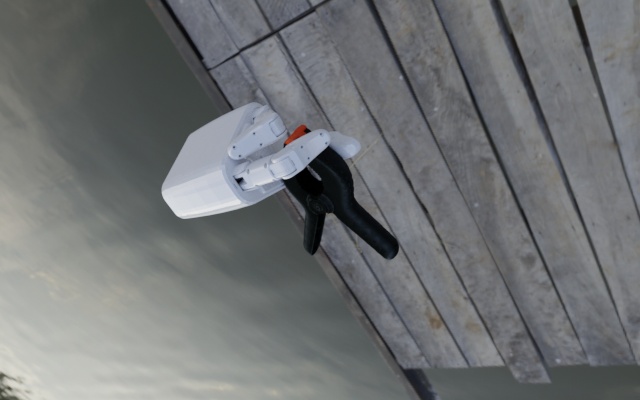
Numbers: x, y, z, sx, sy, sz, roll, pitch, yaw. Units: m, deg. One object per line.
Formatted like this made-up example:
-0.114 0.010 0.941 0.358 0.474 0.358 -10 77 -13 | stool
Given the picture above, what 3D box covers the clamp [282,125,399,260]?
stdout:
0.000 0.002 0.513 0.120 0.171 0.039 -14 28 35 | clamp
